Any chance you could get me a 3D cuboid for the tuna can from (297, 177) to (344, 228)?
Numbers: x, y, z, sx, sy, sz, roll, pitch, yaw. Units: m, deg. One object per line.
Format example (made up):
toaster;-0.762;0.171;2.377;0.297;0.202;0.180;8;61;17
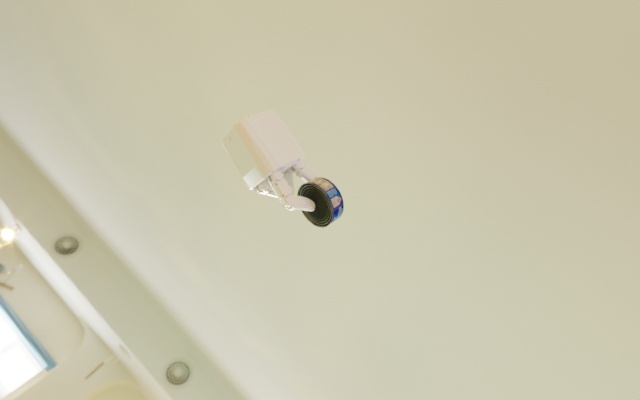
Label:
tuna can;0.001;0.003;0.852;0.033;0.086;0.086;-30;20;-38
